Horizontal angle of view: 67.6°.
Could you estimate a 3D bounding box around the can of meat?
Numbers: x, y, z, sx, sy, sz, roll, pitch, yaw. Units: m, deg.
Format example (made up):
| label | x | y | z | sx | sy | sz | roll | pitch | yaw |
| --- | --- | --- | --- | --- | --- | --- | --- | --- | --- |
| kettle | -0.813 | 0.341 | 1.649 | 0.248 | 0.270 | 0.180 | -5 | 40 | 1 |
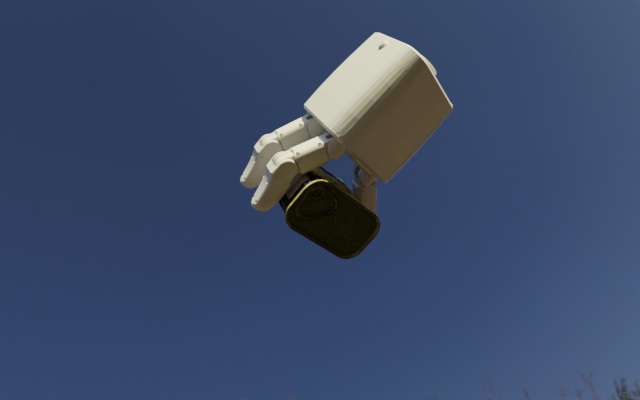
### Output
| label | x | y | z | sx | sy | sz | roll | pitch | yaw |
| --- | --- | --- | --- | --- | --- | --- | --- | --- | --- |
| can of meat | 0.000 | 0.002 | 0.491 | 0.102 | 0.057 | 0.084 | 34 | 12 | -34 |
